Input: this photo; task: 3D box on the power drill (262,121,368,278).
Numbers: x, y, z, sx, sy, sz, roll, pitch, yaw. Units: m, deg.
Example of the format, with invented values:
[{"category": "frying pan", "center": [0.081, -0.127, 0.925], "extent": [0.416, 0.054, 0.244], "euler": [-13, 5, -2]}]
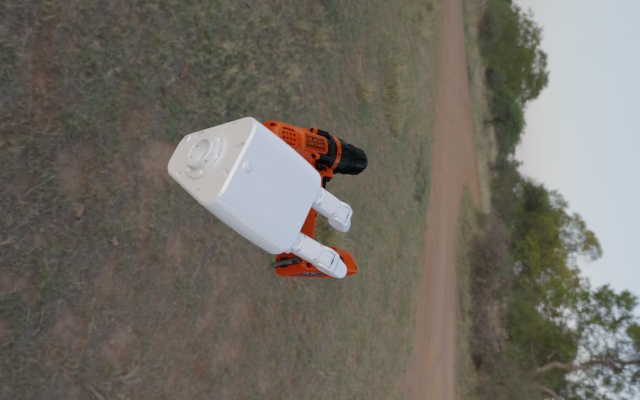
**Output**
[{"category": "power drill", "center": [0.000, 0.002, 0.605], "extent": [0.184, 0.187, 0.057], "euler": [9, -20, -43]}]
